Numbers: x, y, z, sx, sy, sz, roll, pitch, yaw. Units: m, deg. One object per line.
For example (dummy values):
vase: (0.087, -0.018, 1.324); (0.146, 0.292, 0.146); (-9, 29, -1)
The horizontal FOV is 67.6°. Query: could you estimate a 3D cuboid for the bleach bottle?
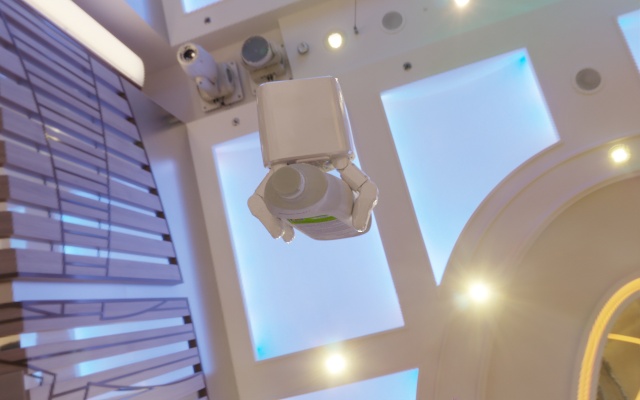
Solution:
bleach bottle: (0.000, 0.002, 0.583); (0.102, 0.068, 0.251); (-11, -13, 10)
